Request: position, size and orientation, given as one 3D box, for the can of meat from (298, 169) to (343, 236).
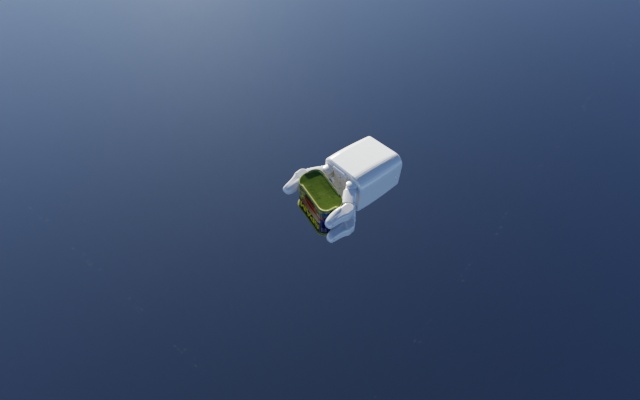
[{"bbox_3d":[0.000,0.003,0.894,0.057,0.102,0.084,-28,-28,-17],"label":"can of meat"}]
